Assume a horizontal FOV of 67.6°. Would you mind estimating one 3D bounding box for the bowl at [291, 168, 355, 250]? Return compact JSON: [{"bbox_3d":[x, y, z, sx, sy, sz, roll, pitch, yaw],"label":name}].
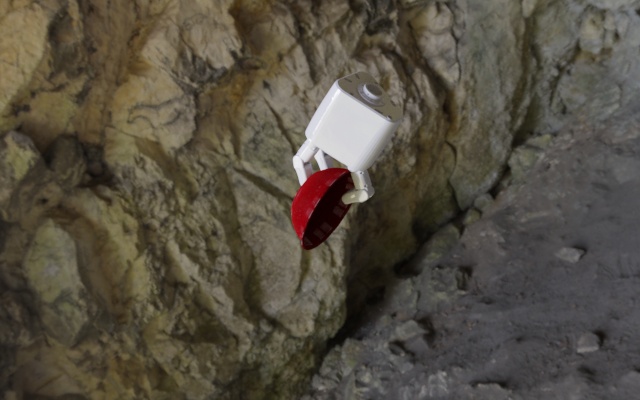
[{"bbox_3d":[-0.001,0.004,0.808,0.055,0.162,0.162,33,12,20],"label":"bowl"}]
